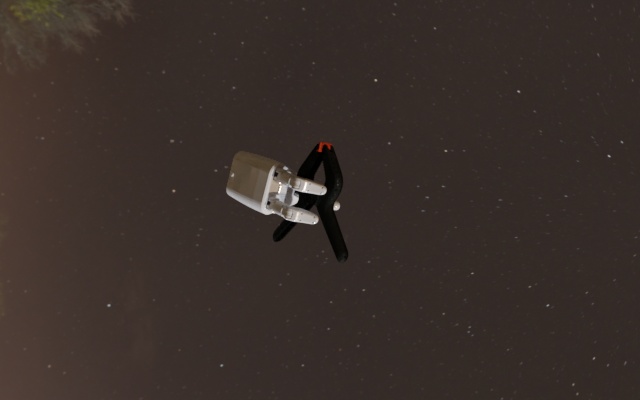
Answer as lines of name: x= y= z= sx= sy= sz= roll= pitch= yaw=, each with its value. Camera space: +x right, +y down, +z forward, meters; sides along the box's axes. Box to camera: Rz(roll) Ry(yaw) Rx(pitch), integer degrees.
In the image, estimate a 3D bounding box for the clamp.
clamp: x=0.001 y=0.002 z=0.861 sx=0.164 sy=0.210 sz=0.036 roll=21 pitch=12 yaw=31
